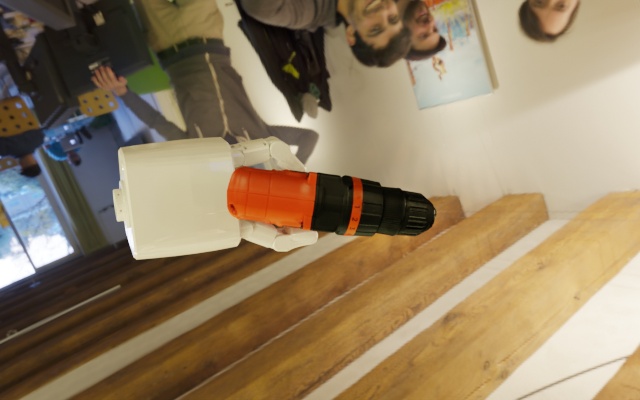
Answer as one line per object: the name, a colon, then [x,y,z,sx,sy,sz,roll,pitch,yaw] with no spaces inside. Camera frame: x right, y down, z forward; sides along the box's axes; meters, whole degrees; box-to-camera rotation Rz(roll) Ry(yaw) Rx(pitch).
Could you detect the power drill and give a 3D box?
power drill: [0.000,0.002,0.481,0.184,0.057,0.187,9,-2,-10]
